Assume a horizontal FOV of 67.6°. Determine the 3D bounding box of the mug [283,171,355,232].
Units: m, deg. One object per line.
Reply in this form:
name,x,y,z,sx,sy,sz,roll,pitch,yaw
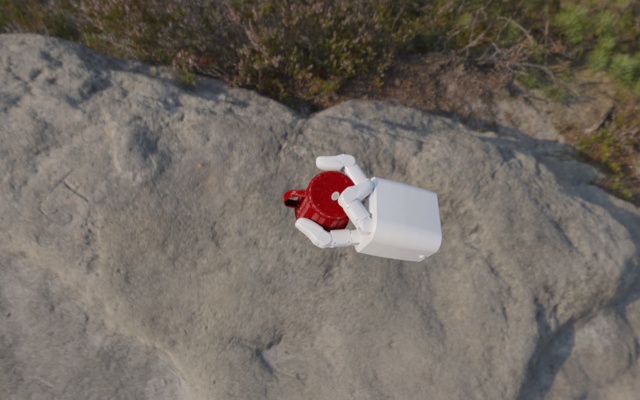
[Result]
mug,-0.001,0.002,0.746,0.117,0.093,0.081,12,-24,-9
